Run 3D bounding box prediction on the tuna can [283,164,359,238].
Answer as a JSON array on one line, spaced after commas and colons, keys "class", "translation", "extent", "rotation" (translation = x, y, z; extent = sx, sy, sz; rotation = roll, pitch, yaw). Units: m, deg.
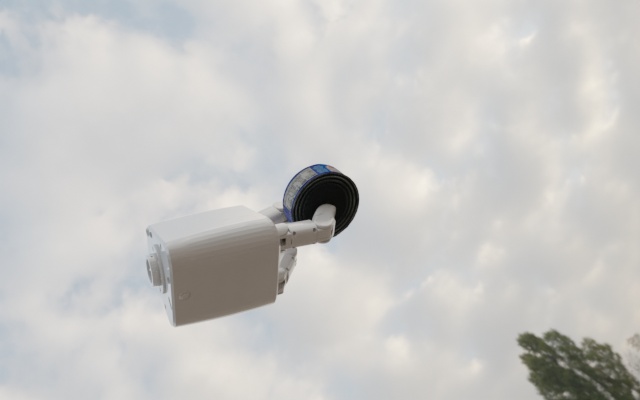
[{"class": "tuna can", "translation": [0.000, 0.002, 0.554], "extent": [0.086, 0.086, 0.033], "rotation": [0, 24, -30]}]
